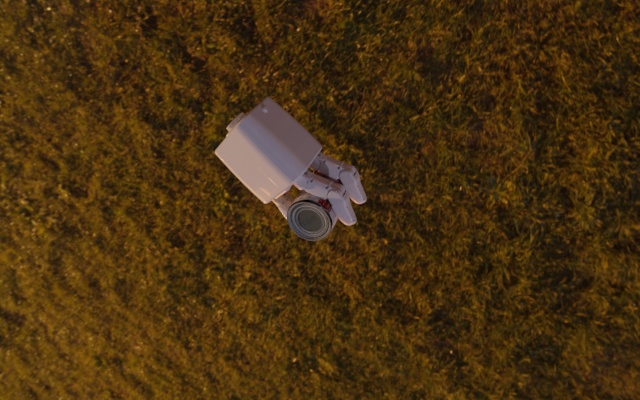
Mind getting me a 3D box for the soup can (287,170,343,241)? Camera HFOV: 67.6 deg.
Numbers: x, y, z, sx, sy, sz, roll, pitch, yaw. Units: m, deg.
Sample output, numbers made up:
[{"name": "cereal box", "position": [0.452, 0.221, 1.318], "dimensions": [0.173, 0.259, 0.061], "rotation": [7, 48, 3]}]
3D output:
[{"name": "soup can", "position": [0.000, 0.003, 0.686], "dimensions": [0.068, 0.068, 0.102], "rotation": [0, 32, 22]}]
